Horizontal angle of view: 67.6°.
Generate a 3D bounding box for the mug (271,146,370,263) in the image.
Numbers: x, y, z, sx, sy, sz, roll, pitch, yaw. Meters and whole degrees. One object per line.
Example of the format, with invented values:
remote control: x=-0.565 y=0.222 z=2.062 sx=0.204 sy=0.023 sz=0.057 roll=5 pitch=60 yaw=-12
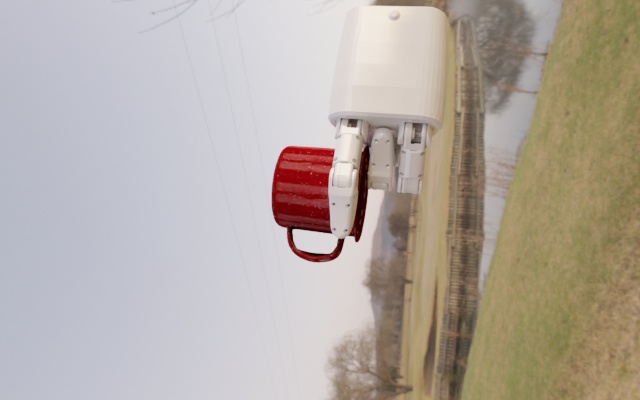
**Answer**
mug: x=0.000 y=0.003 z=0.460 sx=0.081 sy=0.117 sz=0.093 roll=6 pitch=-13 yaw=11
